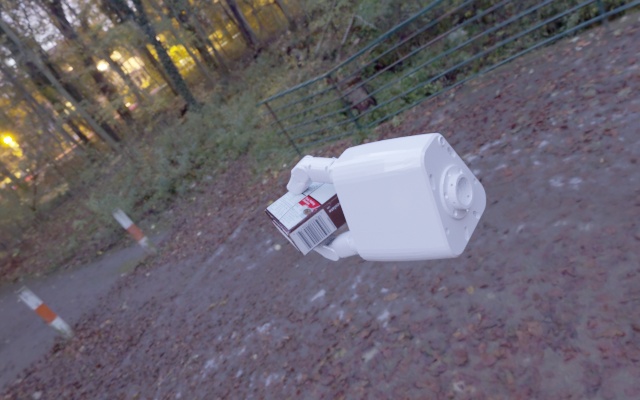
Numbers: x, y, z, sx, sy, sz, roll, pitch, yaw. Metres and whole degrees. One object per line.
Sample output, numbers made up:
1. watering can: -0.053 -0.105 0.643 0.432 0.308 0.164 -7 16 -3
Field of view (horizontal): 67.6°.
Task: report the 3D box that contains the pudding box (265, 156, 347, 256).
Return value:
1. pudding box: 0.000 0.002 0.548 0.113 0.039 0.090 -37 25 -9
